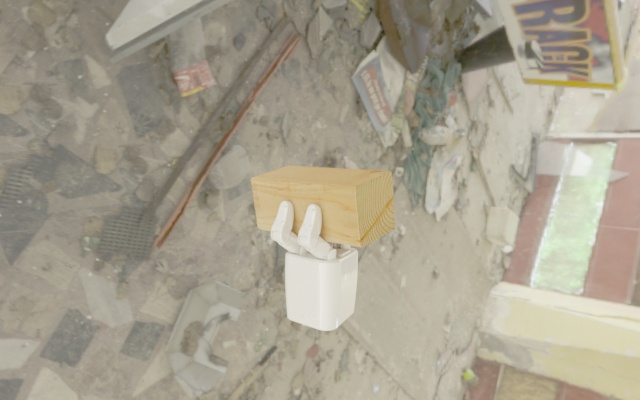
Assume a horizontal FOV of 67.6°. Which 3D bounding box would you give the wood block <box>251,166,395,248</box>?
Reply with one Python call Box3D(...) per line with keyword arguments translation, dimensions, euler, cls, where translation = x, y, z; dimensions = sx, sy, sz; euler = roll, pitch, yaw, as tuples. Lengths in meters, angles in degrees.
Box3D(translation=(0.000, 0.003, 0.727), dimensions=(0.206, 0.090, 0.091), euler=(6, 19, 40), cls="wood block")
